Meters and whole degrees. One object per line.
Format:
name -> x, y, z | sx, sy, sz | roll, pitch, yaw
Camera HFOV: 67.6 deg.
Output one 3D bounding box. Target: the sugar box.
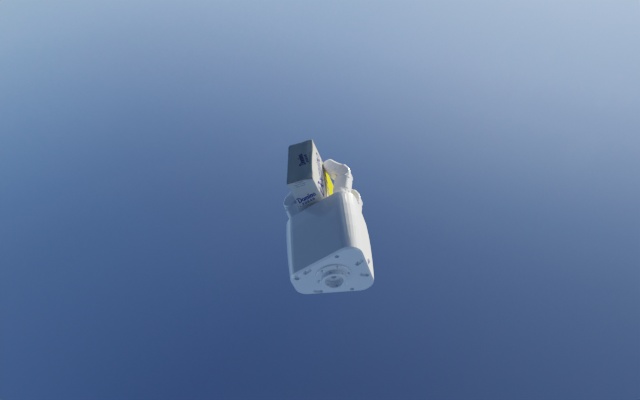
sugar box -> 0.001, 0.002, 0.742 | 0.048, 0.176, 0.093 | -14, 42, 11
